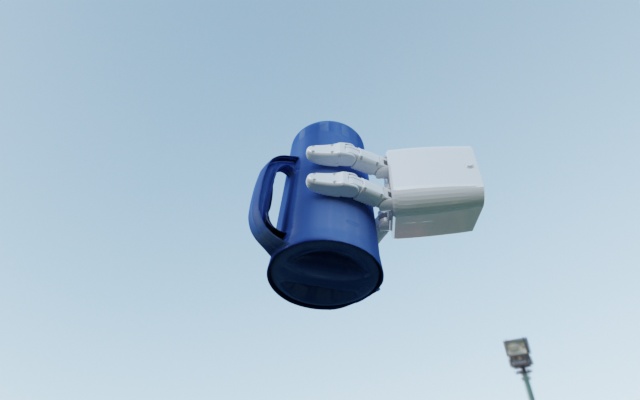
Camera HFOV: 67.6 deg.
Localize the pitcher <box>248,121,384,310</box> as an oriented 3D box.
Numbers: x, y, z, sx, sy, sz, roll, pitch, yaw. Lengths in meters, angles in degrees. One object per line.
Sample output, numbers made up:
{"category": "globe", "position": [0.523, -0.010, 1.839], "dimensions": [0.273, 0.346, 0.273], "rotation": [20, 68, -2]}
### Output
{"category": "pitcher", "position": [0.000, 0.002, 0.615], "dimensions": [0.145, 0.242, 0.149], "rotation": [-4, -45, 5]}
